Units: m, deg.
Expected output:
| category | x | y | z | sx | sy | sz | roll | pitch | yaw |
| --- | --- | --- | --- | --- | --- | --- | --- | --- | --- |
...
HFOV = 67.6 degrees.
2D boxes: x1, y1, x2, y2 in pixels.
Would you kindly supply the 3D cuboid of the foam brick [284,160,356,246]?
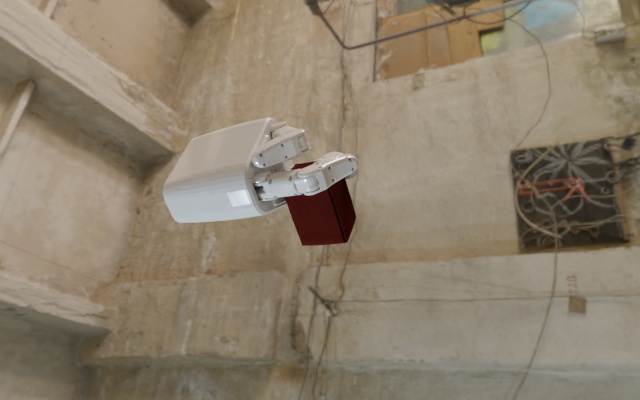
| category | x | y | z | sx | sy | sz | roll | pitch | yaw |
| --- | --- | --- | --- | --- | --- | --- | --- | --- | --- |
| foam brick | 0.000 | 0.002 | 0.505 | 0.051 | 0.078 | 0.053 | -9 | 24 | 21 |
